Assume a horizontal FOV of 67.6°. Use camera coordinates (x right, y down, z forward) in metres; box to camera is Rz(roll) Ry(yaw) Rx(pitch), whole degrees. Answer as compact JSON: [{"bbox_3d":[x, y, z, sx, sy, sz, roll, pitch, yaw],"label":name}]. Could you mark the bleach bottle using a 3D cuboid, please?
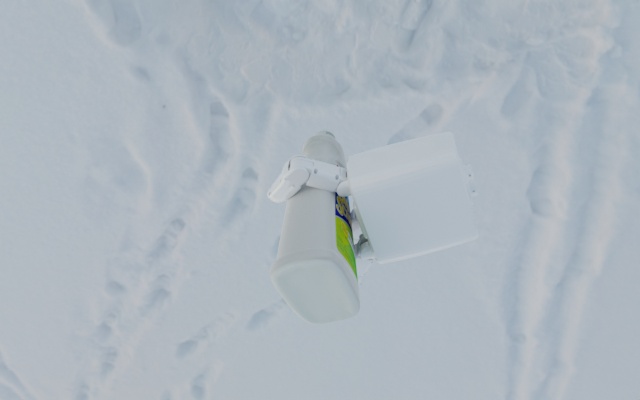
[{"bbox_3d":[0.000,0.002,0.524,0.068,0.250,0.103,-15,-48,15],"label":"bleach bottle"}]
